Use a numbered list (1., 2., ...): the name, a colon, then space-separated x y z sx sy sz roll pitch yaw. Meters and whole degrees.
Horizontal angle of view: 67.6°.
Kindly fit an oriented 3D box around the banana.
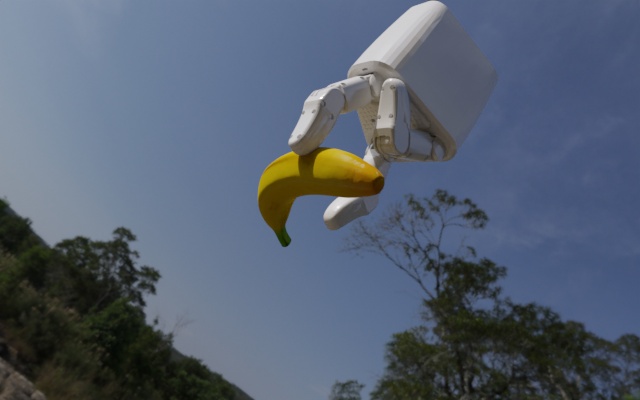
1. banana: -0.015 -0.010 0.407 0.069 0.037 0.198 42 -26 -7
